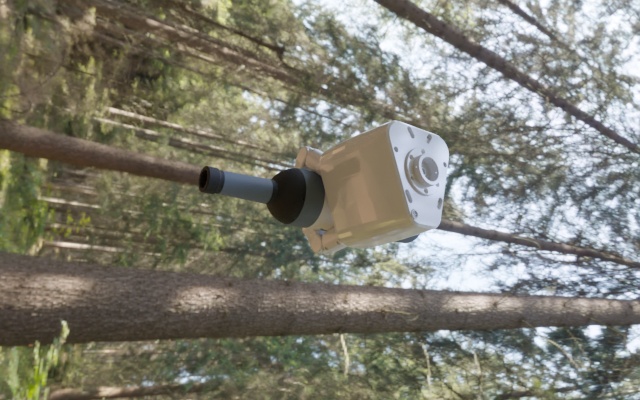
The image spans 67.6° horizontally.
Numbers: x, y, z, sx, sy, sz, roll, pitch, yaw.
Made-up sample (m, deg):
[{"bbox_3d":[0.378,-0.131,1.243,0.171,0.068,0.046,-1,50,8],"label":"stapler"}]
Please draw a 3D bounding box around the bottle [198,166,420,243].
[{"bbox_3d":[0.000,0.002,0.566,0.296,0.069,0.069,11,-7,-35],"label":"bottle"}]
